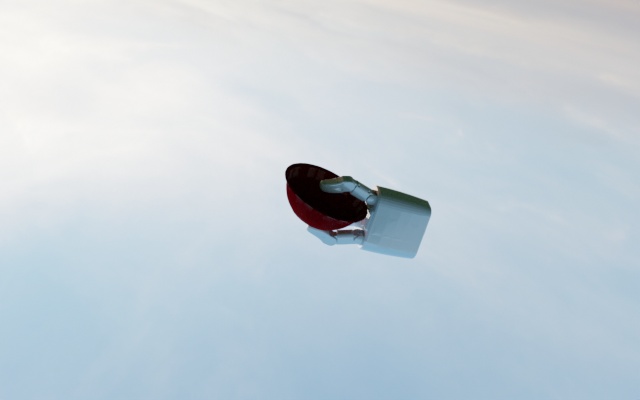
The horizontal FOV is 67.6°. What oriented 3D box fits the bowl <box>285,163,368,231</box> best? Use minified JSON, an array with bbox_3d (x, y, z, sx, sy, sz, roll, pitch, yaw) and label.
[{"bbox_3d":[-0.001,0.002,0.840,0.162,0.055,0.162,24,29,-14],"label":"bowl"}]
